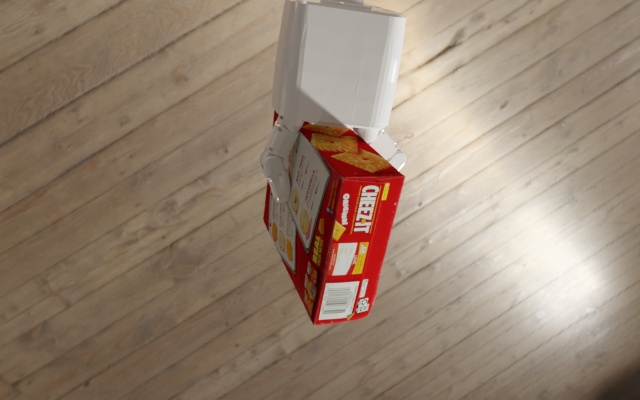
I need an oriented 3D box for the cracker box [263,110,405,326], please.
[{"bbox_3d":[0.000,0.002,0.525,0.072,0.164,0.213,-1,28,-21],"label":"cracker box"}]
